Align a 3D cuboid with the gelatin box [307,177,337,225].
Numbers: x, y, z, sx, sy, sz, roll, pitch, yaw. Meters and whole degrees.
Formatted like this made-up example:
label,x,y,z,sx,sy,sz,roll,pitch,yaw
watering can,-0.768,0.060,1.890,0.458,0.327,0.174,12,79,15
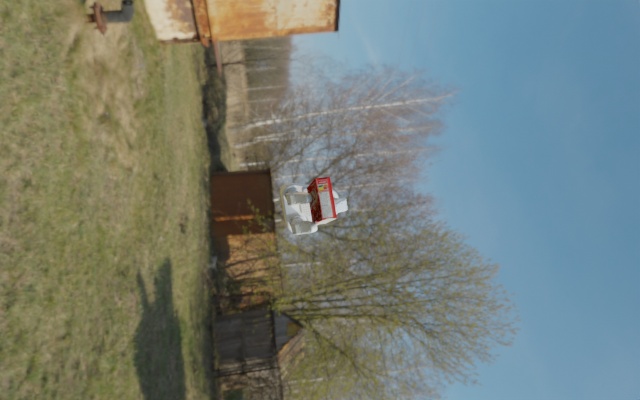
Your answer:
label,x,y,z,sx,sy,sz,roll,pitch,yaw
gelatin box,0.001,0.003,0.844,0.030,0.073,0.089,-8,-7,-13
